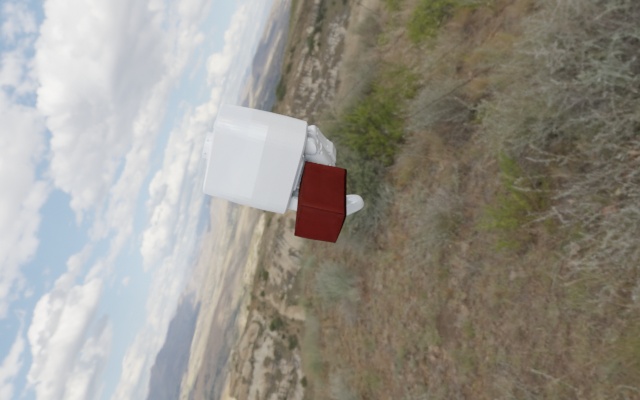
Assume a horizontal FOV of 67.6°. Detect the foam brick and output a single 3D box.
[{"bbox_3d":[0.000,0.002,0.558,0.051,0.078,0.053,10,-46,-7],"label":"foam brick"}]
